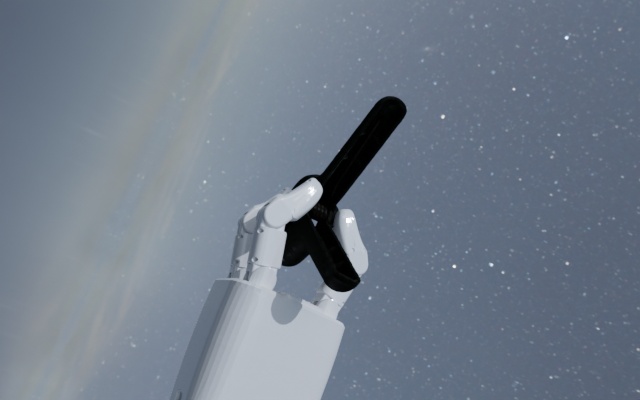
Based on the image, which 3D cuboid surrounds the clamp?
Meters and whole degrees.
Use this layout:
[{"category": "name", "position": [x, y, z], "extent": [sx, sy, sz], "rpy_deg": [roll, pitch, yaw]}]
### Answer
[{"category": "clamp", "position": [0.000, 0.002, 0.433], "extent": [0.036, 0.164, 0.210], "rpy_deg": [28, -19, -19]}]
